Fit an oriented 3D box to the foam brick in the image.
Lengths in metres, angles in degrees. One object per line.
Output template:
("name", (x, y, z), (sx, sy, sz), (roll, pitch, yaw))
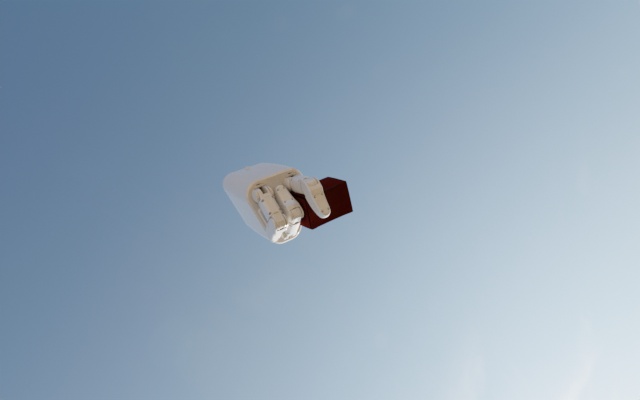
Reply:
("foam brick", (0.000, 0.002, 0.724), (0.078, 0.053, 0.051), (-22, 21, -28))
